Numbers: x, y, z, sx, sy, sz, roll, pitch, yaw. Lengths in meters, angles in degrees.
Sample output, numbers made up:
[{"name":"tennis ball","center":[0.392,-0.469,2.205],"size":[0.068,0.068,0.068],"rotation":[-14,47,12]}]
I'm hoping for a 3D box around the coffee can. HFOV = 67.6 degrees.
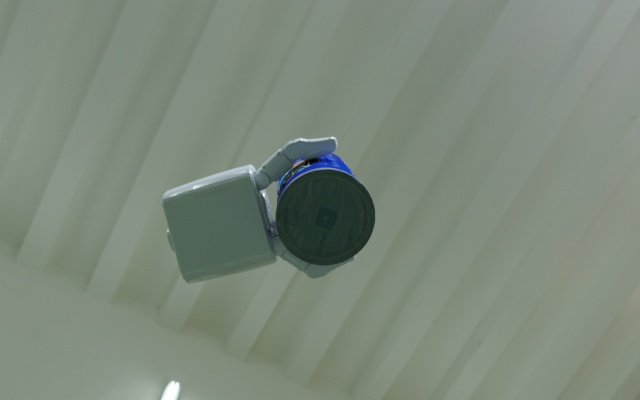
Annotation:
[{"name":"coffee can","center":[0.000,0.002,0.552],"size":[0.103,0.103,0.140],"rotation":[0,14,-5]}]
